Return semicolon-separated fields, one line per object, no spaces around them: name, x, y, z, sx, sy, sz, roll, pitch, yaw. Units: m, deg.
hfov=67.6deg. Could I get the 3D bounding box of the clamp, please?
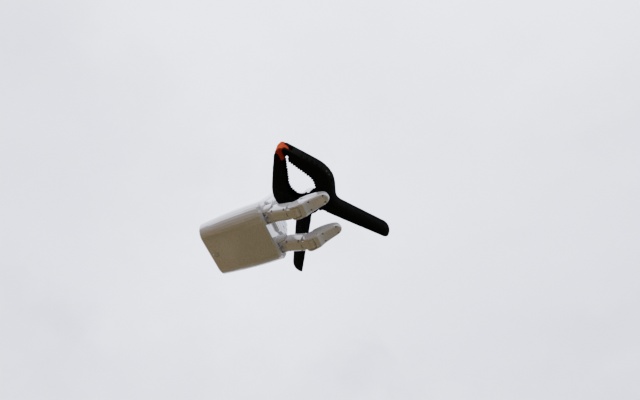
clamp;0.000;0.002;0.714;0.164;0.210;0.036;-19;25;12
